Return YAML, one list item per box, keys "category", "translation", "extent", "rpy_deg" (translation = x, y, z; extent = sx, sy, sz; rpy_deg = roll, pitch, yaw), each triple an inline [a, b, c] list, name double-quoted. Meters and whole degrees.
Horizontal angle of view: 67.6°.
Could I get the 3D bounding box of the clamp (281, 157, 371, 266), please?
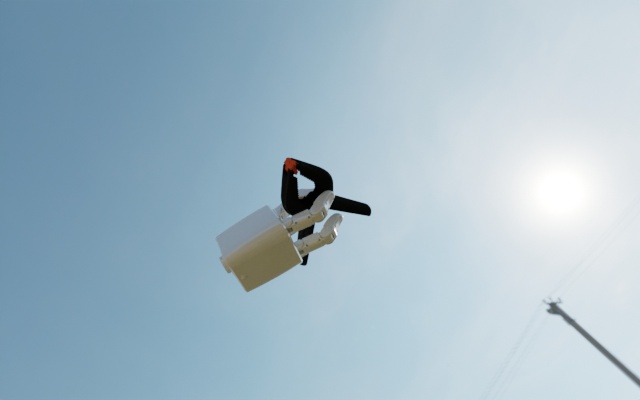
- category: "clamp"
  translation: [-0.001, 0.002, 0.809]
  extent: [0.164, 0.210, 0.036]
  rpy_deg: [-33, 42, -12]
